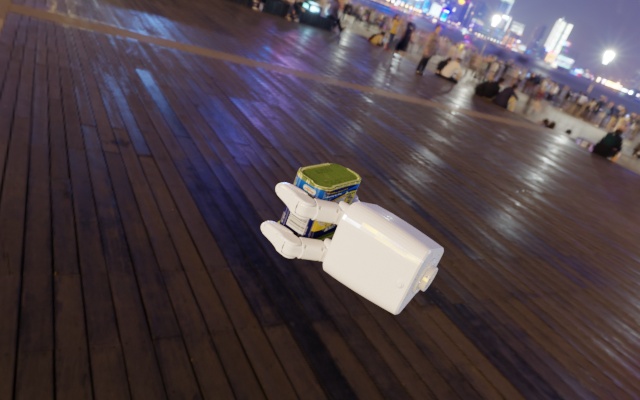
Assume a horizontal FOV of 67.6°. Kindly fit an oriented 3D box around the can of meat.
[{"bbox_3d":[0.000,0.002,0.615,0.057,0.084,0.102,34,27,25],"label":"can of meat"}]
